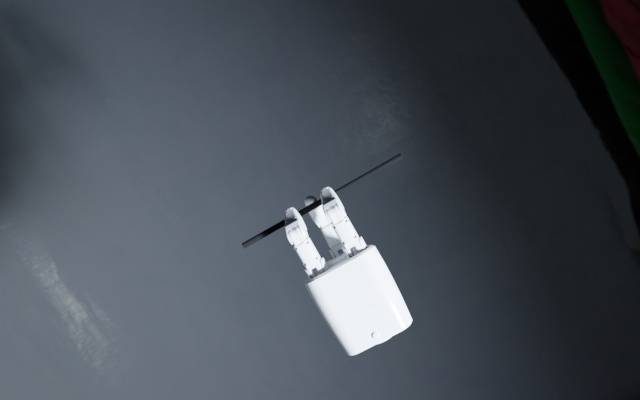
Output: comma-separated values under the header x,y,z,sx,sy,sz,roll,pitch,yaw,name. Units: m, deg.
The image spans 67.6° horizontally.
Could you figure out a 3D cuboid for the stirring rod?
x,y,z,sx,sy,sz,roll,pitch,yaw,name
0.000,0.002,0.626,0.239,0.011,0.011,-30,-4,8,stirring rod
